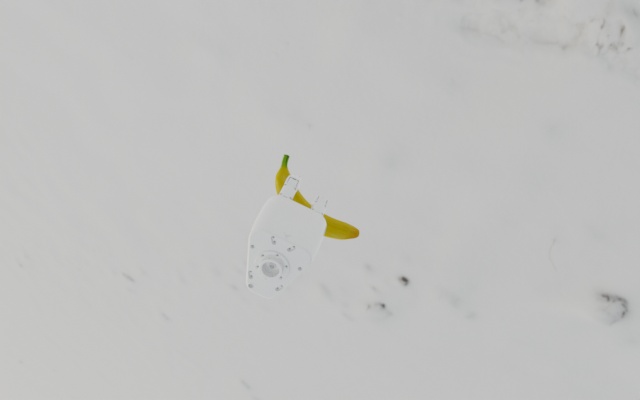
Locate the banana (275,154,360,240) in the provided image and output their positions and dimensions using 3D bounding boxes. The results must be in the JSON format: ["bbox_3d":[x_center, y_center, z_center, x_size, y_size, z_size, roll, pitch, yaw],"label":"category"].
[{"bbox_3d":[-0.016,0.013,0.833,0.069,0.198,0.037,-43,13,-2],"label":"banana"}]
